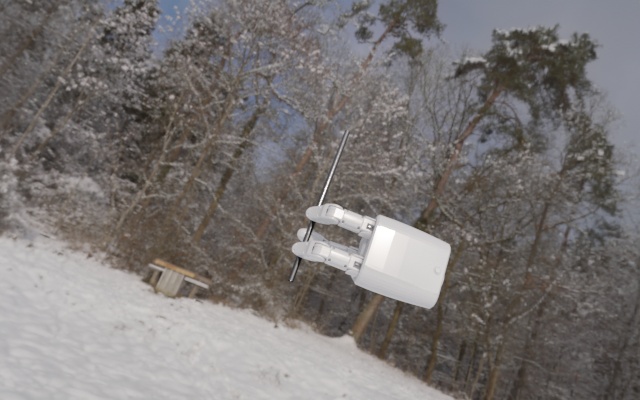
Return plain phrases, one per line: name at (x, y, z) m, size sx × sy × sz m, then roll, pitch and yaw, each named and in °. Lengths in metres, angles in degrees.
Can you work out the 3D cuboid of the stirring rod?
stirring rod at (0.000, 0.002, 0.681) m, size 0.011 × 0.239 × 0.011 m, roll 19°, pitch -19°, yaw 7°
